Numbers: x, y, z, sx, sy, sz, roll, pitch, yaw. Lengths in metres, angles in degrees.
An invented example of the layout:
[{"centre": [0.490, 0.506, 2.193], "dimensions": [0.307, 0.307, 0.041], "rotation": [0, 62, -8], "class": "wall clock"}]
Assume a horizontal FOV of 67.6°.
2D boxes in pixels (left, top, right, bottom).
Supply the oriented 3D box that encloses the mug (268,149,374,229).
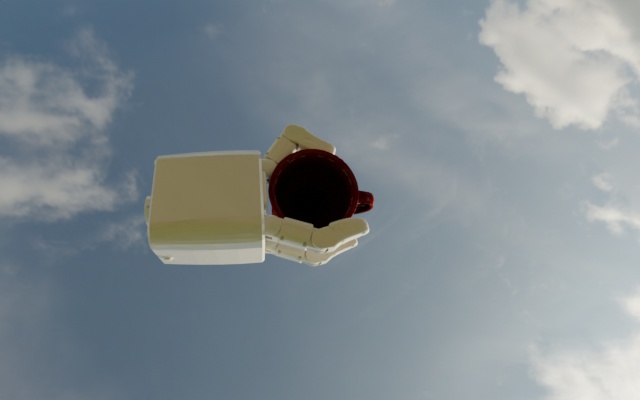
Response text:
[{"centre": [0.001, 0.002, 0.526], "dimensions": [0.117, 0.093, 0.081], "rotation": [-1, -17, -8], "class": "mug"}]
